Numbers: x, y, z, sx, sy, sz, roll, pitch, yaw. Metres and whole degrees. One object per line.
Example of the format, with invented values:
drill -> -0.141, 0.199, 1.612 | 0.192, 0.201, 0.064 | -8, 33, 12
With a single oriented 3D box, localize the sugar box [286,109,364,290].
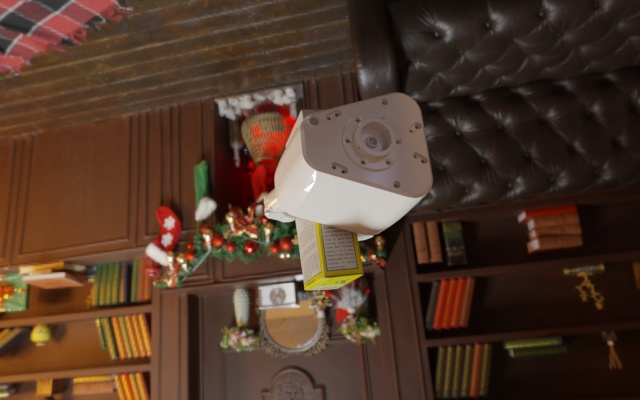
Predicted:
sugar box -> 0.001, 0.002, 0.508 | 0.048, 0.176, 0.093 | -1, -18, -16
